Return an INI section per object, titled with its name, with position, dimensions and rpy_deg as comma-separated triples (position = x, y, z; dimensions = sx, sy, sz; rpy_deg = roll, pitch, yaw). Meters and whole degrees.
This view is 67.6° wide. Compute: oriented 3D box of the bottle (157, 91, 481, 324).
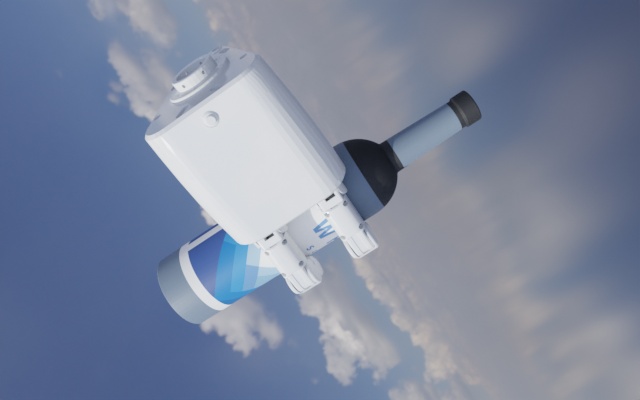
[bottle]
position = 0.000, 0.002, 0.405
dimensions = 0.296, 0.069, 0.069
rpy_deg = -33, -5, 8
